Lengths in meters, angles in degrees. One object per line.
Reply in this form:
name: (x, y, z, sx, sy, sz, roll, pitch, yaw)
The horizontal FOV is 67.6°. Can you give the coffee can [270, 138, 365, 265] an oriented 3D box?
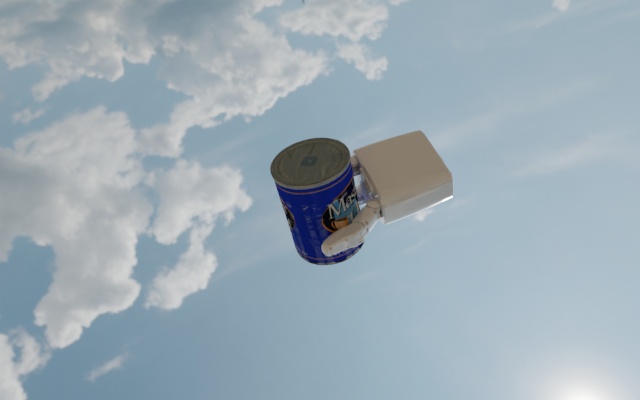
coffee can: (0.000, 0.002, 0.641, 0.103, 0.140, 0.102, -9, 39, 7)
